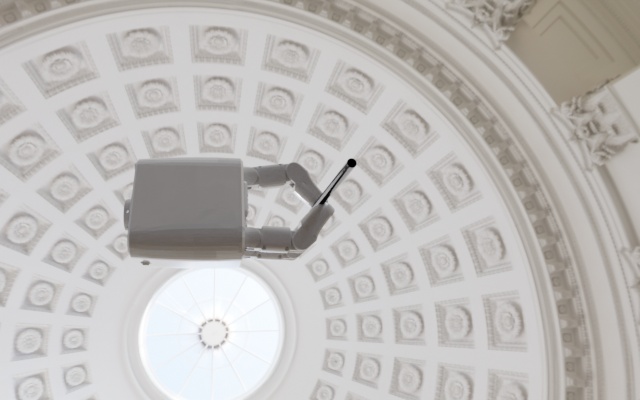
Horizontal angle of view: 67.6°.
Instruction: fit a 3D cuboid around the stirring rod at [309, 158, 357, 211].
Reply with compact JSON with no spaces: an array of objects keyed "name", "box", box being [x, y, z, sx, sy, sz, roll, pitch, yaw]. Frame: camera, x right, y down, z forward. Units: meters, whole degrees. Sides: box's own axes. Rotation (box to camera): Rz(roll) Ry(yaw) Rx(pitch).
[{"name":"stirring rod","box":[0.000,0.002,0.489,0.011,0.011,0.239,0,-15,-12]}]
